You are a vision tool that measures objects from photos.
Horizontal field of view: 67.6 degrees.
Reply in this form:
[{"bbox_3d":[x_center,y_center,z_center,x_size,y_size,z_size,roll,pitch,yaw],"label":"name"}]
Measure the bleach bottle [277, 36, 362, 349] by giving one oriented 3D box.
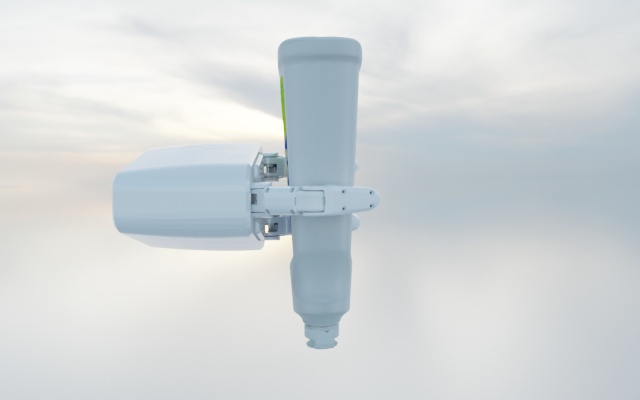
[{"bbox_3d":[0.000,0.001,0.406,0.068,0.251,0.102,-1,2,-2],"label":"bleach bottle"}]
